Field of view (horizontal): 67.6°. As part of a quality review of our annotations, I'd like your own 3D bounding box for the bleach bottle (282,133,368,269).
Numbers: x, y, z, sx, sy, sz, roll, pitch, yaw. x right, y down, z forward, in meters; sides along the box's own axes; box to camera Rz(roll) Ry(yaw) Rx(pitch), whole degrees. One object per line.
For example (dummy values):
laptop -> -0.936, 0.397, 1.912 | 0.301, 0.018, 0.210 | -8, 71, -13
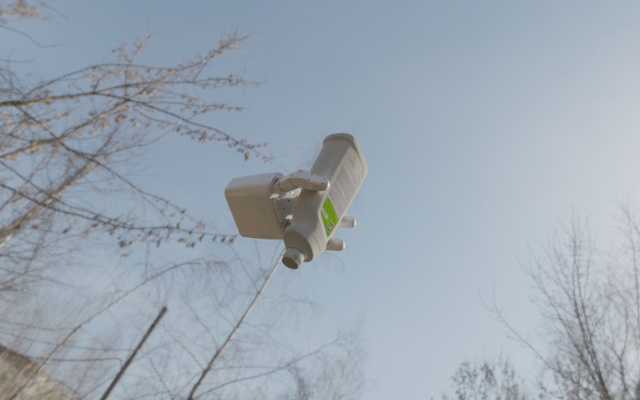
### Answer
bleach bottle -> 0.000, 0.003, 0.786 | 0.068, 0.103, 0.250 | -2, 42, 34
